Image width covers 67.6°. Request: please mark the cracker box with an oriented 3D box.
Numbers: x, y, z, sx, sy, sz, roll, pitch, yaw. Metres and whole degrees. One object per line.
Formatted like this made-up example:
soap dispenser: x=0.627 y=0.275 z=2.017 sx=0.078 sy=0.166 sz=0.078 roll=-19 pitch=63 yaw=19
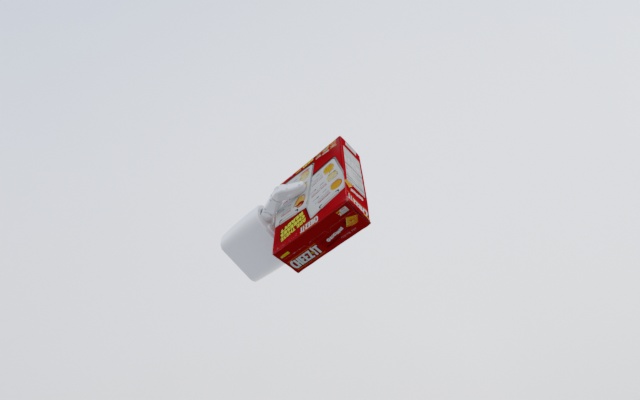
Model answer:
cracker box: x=0.000 y=0.003 z=0.849 sx=0.164 sy=0.072 sz=0.213 roll=-37 pitch=28 yaw=22
